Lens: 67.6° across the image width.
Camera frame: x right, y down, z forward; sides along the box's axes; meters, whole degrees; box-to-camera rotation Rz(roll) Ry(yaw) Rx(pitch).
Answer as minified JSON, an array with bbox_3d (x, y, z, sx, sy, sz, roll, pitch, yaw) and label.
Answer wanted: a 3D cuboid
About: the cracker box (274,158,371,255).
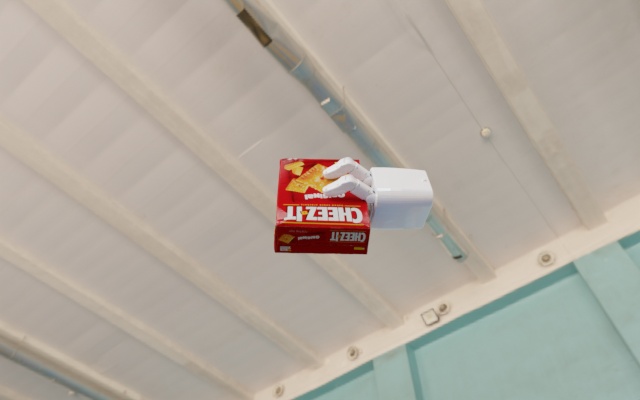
[{"bbox_3d":[0.000,0.003,0.892,0.164,0.072,0.213,1,37,-3],"label":"cracker box"}]
